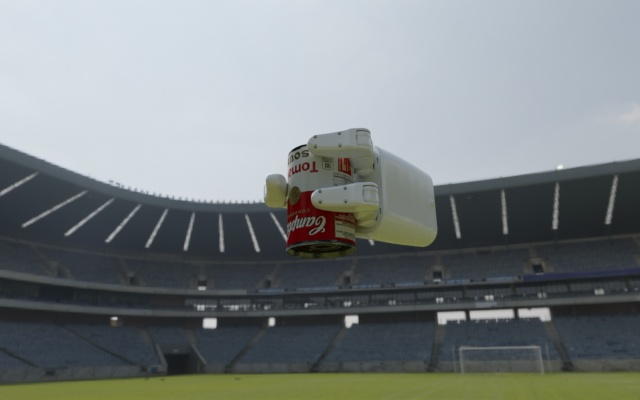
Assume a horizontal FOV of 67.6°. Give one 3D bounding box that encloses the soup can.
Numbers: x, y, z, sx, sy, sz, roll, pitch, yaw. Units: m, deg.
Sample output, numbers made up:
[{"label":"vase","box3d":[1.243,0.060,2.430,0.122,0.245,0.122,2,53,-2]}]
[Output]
[{"label":"soup can","box3d":[0.000,0.001,0.478,0.068,0.102,0.068,-1,-18,0]}]
